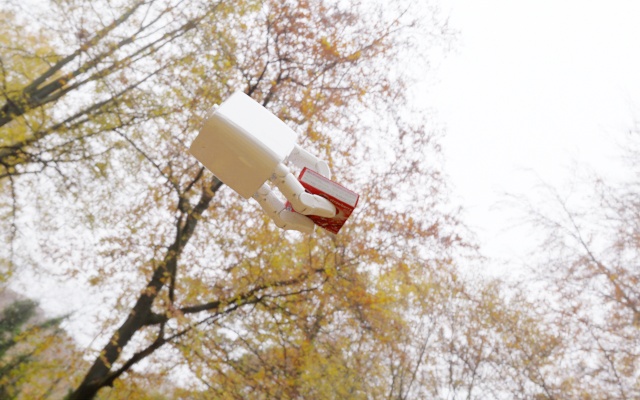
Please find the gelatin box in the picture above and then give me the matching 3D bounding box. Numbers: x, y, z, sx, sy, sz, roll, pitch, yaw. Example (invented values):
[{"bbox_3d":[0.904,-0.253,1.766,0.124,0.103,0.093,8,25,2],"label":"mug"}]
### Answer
[{"bbox_3d":[0.001,0.002,0.670,0.089,0.030,0.073,27,-40,-3],"label":"gelatin box"}]
